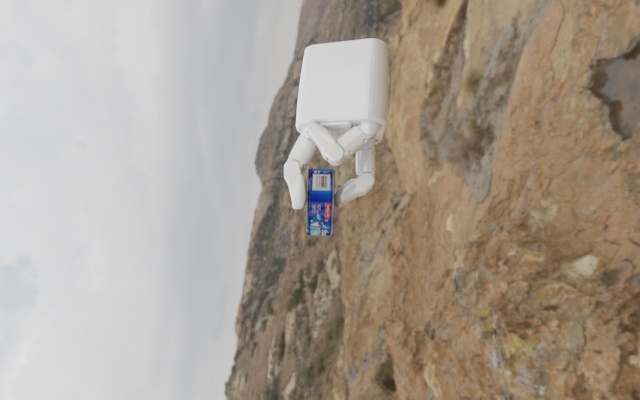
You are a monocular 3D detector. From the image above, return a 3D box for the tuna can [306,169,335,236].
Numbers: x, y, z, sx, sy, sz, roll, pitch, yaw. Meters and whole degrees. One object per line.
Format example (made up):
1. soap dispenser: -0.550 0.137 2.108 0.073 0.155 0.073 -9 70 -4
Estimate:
1. tuna can: 0.000 0.002 0.605 0.034 0.086 0.086 1 0 -1
